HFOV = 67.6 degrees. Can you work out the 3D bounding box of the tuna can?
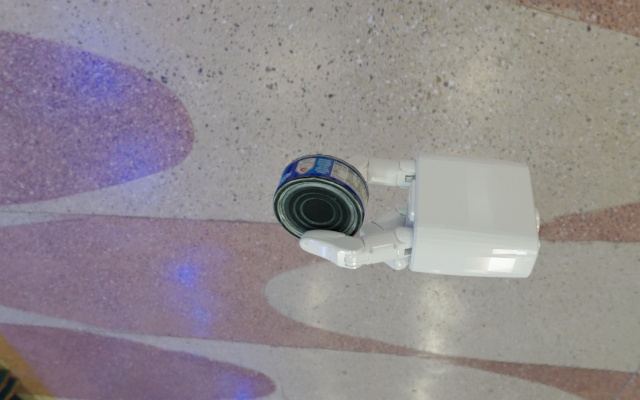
[{"bbox_3d":[0.000,0.002,0.440,0.086,0.086,0.033,0,41,15],"label":"tuna can"}]
